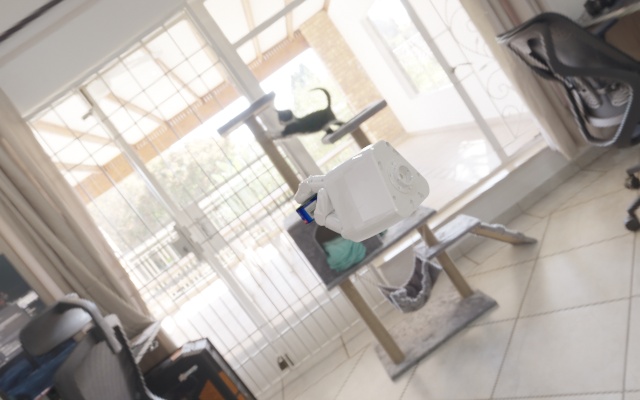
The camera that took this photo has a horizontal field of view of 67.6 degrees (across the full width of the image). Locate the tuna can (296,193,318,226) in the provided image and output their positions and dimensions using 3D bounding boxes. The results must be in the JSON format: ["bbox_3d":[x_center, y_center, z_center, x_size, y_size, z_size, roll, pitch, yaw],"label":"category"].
[{"bbox_3d":[0.000,0.002,0.796,0.086,0.034,0.086,-39,3,3],"label":"tuna can"}]
